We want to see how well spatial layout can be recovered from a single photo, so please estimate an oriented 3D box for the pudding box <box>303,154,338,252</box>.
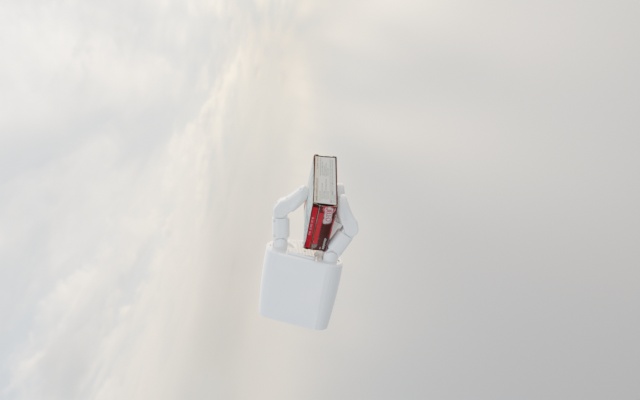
[{"bbox_3d":[0.000,0.002,0.683,0.039,0.090,0.113,7,41,-8],"label":"pudding box"}]
